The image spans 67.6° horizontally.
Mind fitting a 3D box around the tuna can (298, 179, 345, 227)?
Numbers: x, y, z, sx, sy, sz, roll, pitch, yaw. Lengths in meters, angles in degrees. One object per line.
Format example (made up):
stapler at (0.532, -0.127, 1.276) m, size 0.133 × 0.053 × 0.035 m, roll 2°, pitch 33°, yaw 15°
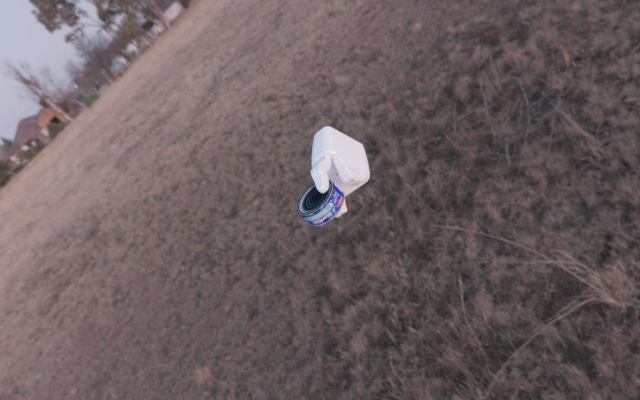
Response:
tuna can at (0.000, 0.003, 0.866) m, size 0.086 × 0.086 × 0.034 m, roll 0°, pitch -36°, yaw 50°
